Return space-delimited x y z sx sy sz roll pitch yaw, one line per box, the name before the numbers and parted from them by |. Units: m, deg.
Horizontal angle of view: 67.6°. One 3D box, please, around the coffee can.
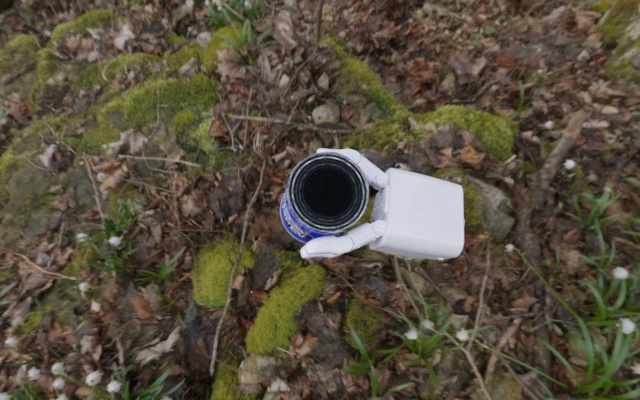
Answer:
coffee can | 0.000 0.002 0.651 0.103 0.102 0.140 0 -11 -8
